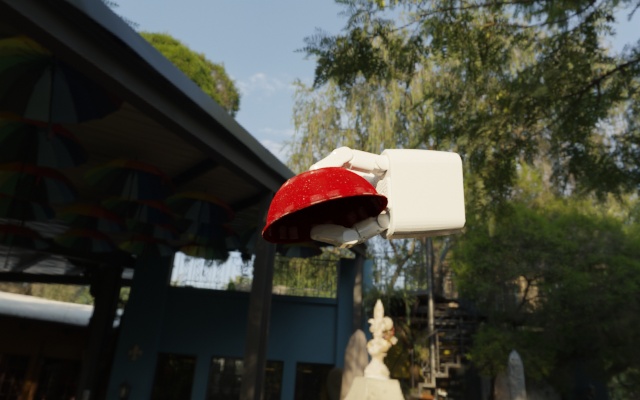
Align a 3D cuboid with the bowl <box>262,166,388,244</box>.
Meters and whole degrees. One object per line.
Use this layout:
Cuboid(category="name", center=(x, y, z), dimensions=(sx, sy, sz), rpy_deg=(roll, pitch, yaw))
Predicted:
Cuboid(category="bowl", center=(-0.001, 0.002, 0.598), dimensions=(0.162, 0.055, 0.162), rpy_deg=(-15, -18, -5))
